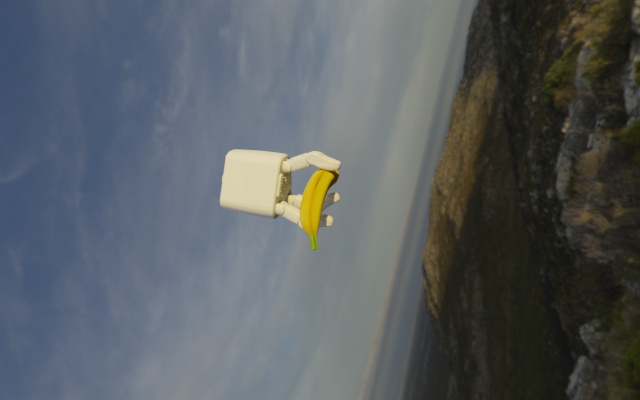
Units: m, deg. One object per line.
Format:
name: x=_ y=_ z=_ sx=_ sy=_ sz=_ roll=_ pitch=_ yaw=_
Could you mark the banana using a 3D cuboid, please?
banana: x=-0.003 y=-0.009 z=0.811 sx=0.037 sy=0.070 sz=0.197 roll=4 pitch=42 yaw=15
